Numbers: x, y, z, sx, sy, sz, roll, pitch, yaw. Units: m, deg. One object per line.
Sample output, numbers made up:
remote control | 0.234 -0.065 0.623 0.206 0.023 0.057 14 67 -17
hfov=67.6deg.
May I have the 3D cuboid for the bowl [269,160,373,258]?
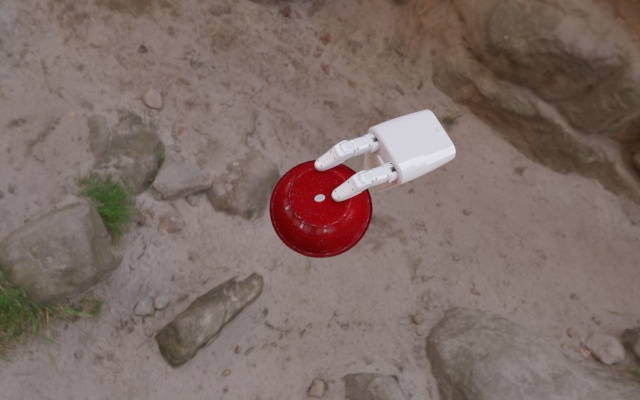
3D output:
bowl | -0.001 0.003 0.720 0.162 0.162 0.055 0 -18 1
